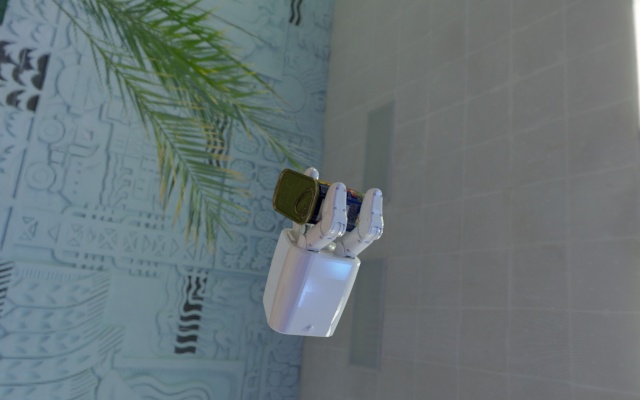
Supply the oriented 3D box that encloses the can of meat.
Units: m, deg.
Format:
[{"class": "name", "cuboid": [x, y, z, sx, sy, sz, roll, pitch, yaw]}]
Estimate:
[{"class": "can of meat", "cuboid": [0.000, 0.002, 0.604, 0.084, 0.057, 0.102, 14, 5, -32]}]
